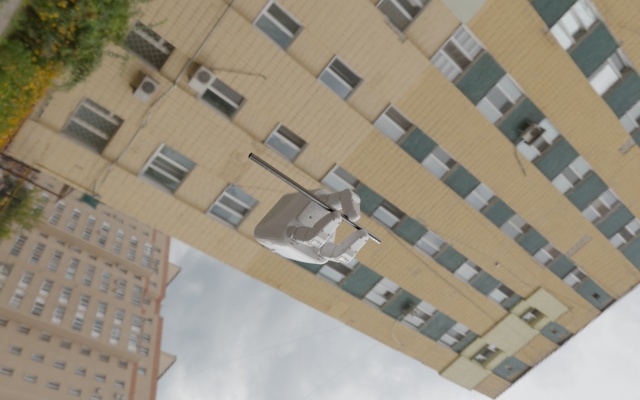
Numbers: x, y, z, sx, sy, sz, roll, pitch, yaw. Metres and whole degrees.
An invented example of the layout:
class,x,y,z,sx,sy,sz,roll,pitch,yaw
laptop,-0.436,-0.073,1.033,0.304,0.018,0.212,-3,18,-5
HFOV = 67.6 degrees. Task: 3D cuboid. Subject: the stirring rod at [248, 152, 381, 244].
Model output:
class,x,y,z,sx,sy,sz,roll,pitch,yaw
stirring rod,0.000,0.002,0.650,0.239,0.011,0.011,34,-18,-29
